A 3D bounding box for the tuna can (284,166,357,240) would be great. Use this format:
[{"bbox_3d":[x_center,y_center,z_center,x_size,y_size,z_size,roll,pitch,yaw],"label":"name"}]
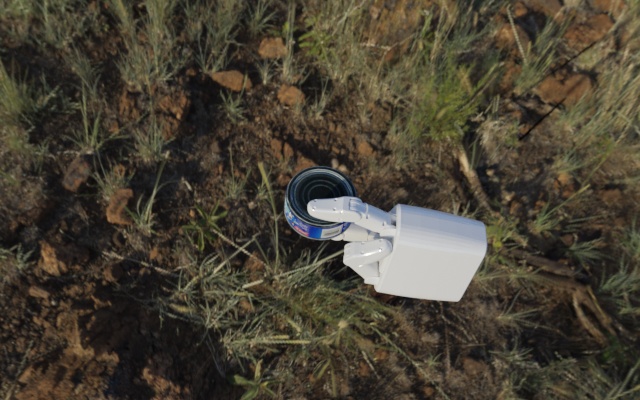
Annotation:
[{"bbox_3d":[0.000,0.002,0.567,0.086,0.086,0.034,0,-31,-6],"label":"tuna can"}]
